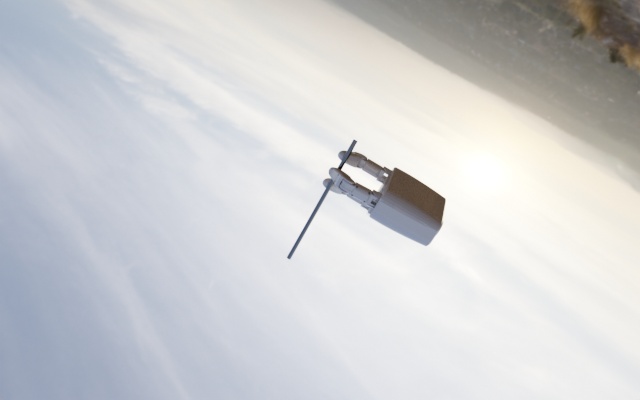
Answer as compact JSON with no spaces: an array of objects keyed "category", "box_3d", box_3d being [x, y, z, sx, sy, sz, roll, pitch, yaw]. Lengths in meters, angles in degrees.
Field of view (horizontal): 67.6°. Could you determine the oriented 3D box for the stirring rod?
[{"category":"stirring rod","box_3d":[0.000,0.003,0.806,0.011,0.239,0.011,26,19,-10]}]
